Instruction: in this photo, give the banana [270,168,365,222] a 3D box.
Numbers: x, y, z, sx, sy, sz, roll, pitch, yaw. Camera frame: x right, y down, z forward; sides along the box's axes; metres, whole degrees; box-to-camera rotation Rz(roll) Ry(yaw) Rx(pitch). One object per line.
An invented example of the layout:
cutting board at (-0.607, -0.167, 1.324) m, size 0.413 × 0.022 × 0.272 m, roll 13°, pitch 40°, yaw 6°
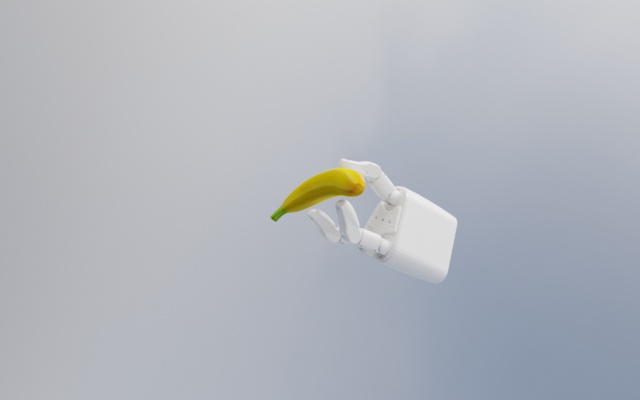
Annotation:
banana at (0.005, -0.012, 0.646) m, size 0.037 × 0.069 × 0.198 m, roll 39°, pitch -33°, yaw -20°
